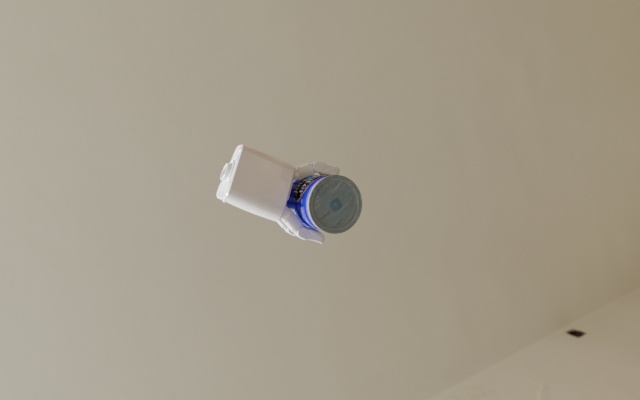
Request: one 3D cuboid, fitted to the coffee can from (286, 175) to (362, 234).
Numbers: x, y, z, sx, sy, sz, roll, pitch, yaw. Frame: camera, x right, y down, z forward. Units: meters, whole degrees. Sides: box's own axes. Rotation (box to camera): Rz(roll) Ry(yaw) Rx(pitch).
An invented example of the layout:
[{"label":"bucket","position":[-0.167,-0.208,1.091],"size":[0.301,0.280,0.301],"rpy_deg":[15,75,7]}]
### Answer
[{"label":"coffee can","position":[0.000,0.003,0.887],"size":[0.103,0.103,0.140],"rpy_deg":[0,3,-23]}]
